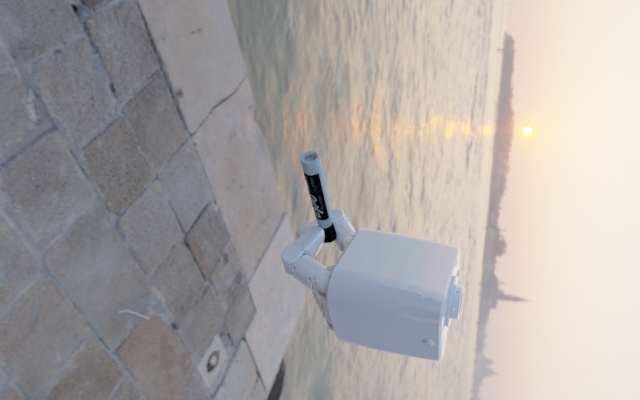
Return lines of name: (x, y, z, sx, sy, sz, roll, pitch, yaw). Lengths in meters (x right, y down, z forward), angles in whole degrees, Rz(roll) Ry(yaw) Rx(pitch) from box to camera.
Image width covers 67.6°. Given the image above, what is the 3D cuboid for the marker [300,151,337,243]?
marker: (0.000, 0.002, 0.490, 0.020, 0.121, 0.020, -7, 44, 7)
